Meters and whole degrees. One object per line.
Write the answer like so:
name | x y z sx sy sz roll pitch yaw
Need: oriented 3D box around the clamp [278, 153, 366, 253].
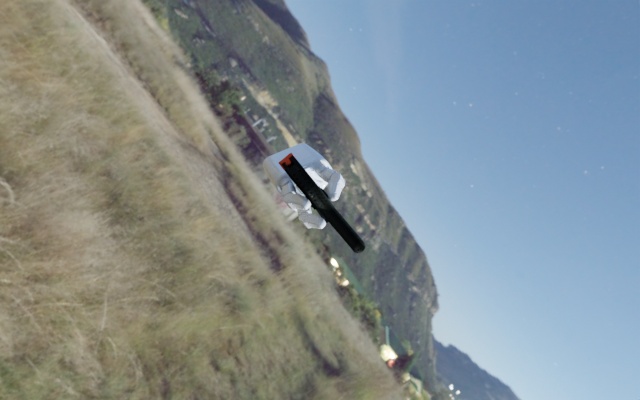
clamp | 0.000 0.002 0.862 0.210 0.036 0.164 53 -6 -35
